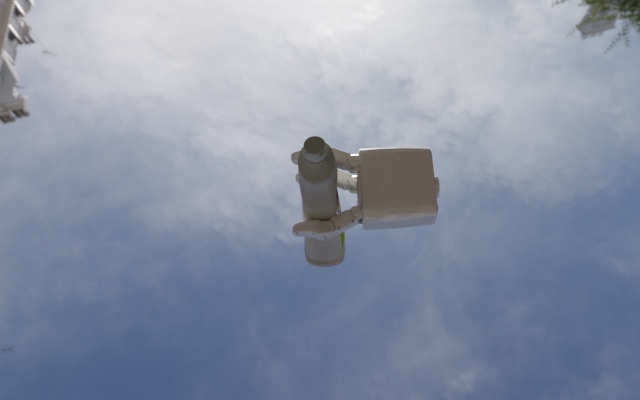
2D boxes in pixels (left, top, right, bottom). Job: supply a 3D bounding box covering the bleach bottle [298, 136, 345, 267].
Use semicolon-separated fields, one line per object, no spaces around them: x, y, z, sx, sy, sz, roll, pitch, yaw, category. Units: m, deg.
0.000;0.002;0.706;0.068;0.102;0.251;-2;-32;3;bleach bottle
